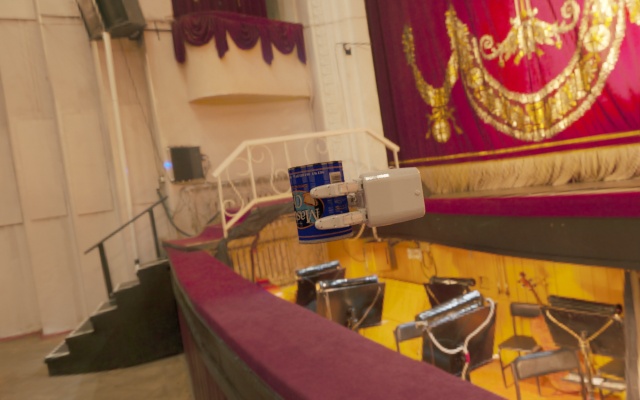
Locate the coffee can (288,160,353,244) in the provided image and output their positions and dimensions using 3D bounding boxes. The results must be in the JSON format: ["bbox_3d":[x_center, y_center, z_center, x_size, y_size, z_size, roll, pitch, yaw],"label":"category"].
[{"bbox_3d":[0.000,0.003,0.882,0.103,0.140,0.103,-9,2,0],"label":"coffee can"}]
